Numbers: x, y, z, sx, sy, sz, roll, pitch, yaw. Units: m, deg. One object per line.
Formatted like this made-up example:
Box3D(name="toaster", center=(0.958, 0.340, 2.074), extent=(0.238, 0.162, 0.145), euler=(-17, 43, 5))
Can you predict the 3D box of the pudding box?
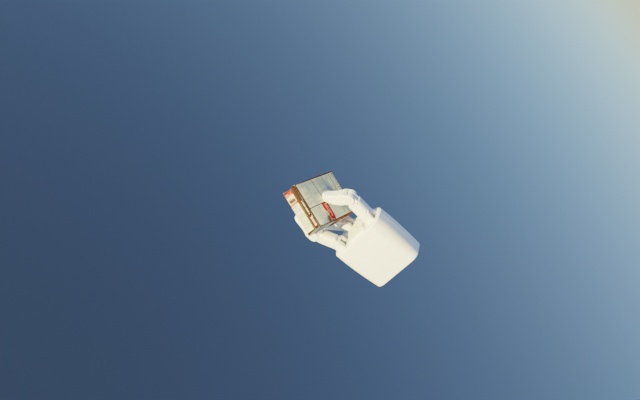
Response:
Box3D(name="pudding box", center=(0.000, 0.003, 0.863), extent=(0.039, 0.090, 0.113), euler=(-39, -11, 39))
